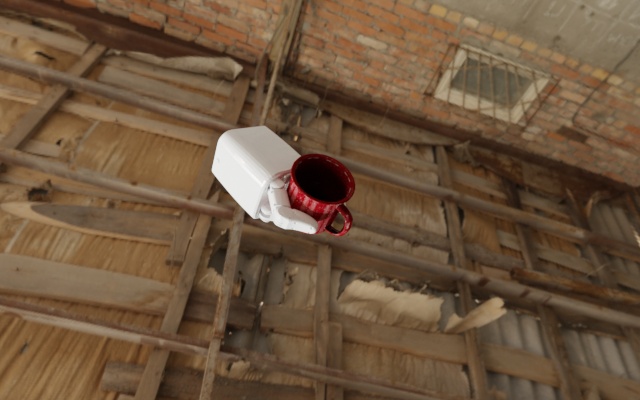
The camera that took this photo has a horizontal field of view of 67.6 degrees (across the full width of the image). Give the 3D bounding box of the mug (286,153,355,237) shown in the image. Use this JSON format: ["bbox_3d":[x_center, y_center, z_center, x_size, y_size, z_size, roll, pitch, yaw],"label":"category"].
[{"bbox_3d":[0.001,0.003,0.677,0.093,0.117,0.081,-30,-22,-39],"label":"mug"}]
